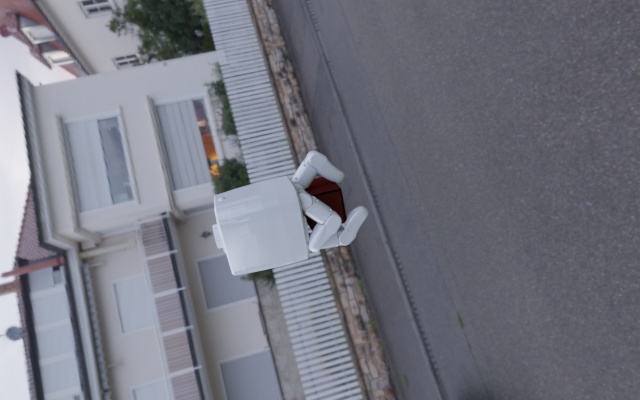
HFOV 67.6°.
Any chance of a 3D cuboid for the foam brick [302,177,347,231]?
[{"bbox_3d":[0.000,0.002,0.683,0.051,0.053,0.078,-14,18,-9],"label":"foam brick"}]
